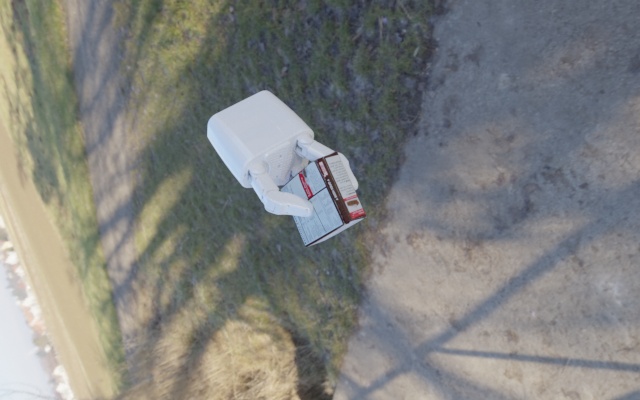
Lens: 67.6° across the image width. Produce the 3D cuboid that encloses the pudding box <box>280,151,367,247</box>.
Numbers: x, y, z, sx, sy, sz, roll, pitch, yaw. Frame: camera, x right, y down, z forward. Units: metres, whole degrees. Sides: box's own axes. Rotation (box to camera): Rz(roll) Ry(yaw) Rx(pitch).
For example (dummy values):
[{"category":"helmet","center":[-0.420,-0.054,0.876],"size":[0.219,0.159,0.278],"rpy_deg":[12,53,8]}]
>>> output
[{"category":"pudding box","center":[0.000,0.002,0.609],"size":[0.039,0.090,0.113],"rpy_deg":[-21,-8,-31]}]
